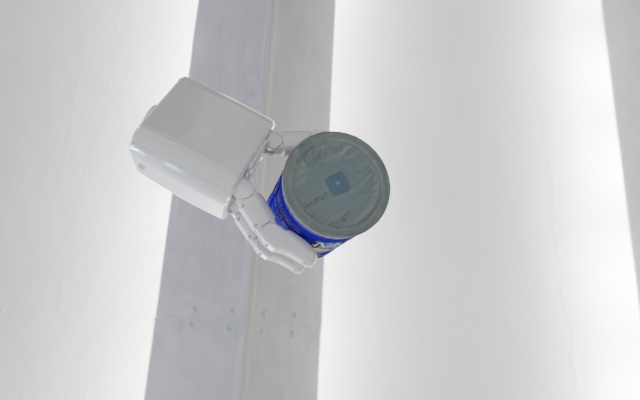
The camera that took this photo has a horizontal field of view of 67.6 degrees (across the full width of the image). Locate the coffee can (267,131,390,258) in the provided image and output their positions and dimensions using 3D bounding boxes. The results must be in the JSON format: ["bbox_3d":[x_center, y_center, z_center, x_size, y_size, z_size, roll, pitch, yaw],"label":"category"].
[{"bbox_3d":[0.000,0.002,0.502,0.103,0.102,0.140,0,-15,-14],"label":"coffee can"}]
